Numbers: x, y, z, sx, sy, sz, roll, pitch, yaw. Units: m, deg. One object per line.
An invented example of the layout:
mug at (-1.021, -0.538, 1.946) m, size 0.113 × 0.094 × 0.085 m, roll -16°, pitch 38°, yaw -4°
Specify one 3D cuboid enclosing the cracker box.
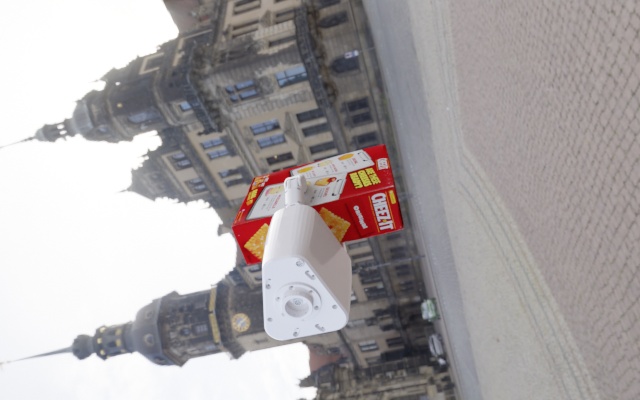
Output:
cracker box at (0.000, 0.002, 0.672) m, size 0.214 × 0.072 × 0.164 m, roll -13°, pitch 24°, yaw 9°
